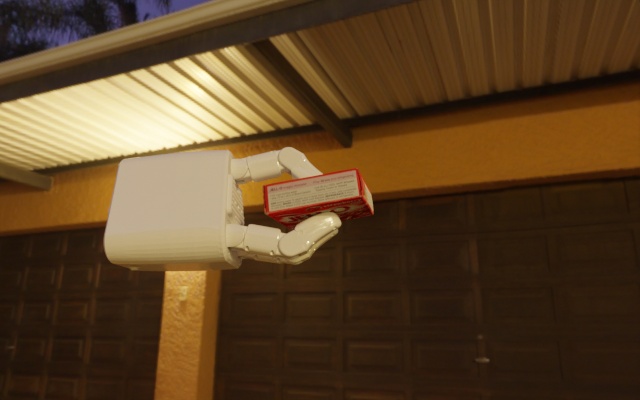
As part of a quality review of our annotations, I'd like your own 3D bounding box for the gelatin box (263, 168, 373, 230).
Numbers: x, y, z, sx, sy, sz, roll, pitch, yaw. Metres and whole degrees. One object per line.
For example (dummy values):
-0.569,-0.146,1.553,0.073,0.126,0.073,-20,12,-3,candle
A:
0.000,0.001,0.442,0.089,0.030,0.073,-11,-16,11,gelatin box
